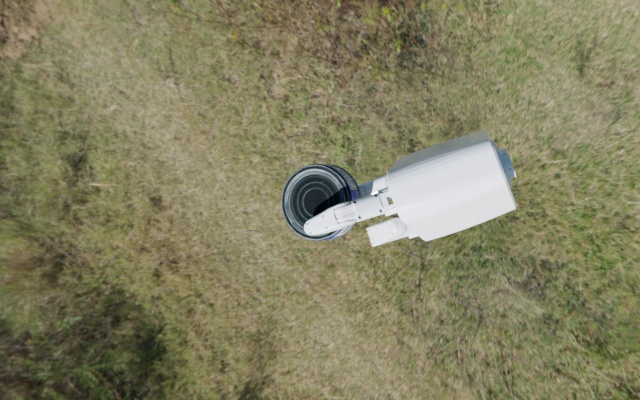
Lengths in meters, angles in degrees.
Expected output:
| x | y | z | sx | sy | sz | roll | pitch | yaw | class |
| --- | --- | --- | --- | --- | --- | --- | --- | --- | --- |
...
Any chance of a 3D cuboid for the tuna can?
| x | y | z | sx | sy | sz | roll | pitch | yaw | class |
| --- | --- | --- | --- | --- | --- | --- | --- | --- | --- |
| 0.000 | 0.002 | 0.531 | 0.086 | 0.086 | 0.034 | 0 | 2 | 24 | tuna can |
